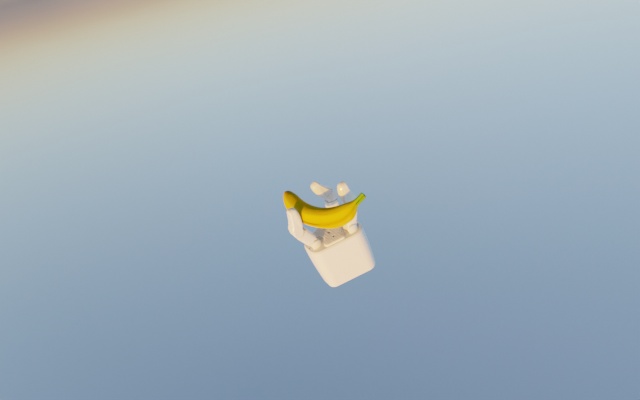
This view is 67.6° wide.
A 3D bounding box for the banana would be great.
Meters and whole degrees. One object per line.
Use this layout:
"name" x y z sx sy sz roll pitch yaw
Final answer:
"banana" -0.005 0.018 0.879 0.198 0.069 0.037 4 -36 40
